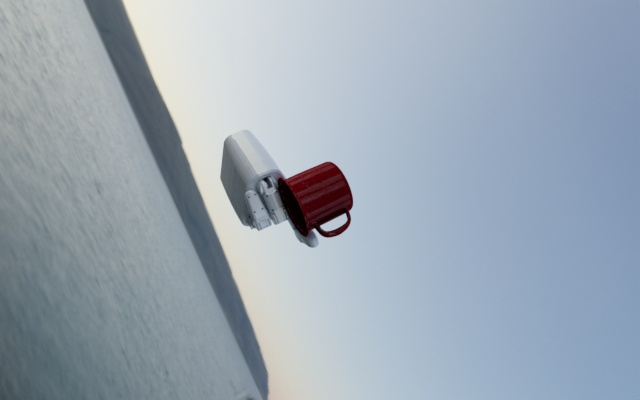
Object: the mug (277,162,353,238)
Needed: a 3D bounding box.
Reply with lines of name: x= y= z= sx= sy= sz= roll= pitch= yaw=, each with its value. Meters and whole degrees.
mug: x=0.001 y=0.003 z=0.687 sx=0.081 sy=0.117 sz=0.093 roll=-25 pitch=-33 yaw=-16
